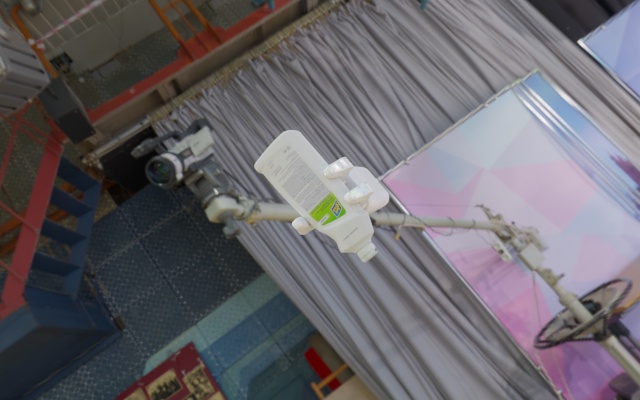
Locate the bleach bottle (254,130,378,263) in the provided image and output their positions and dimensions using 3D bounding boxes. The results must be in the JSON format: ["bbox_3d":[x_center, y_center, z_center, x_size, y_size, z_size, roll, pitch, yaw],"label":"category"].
[{"bbox_3d":[0.000,0.003,0.805,0.102,0.250,0.068,-45,-15,25],"label":"bleach bottle"}]
